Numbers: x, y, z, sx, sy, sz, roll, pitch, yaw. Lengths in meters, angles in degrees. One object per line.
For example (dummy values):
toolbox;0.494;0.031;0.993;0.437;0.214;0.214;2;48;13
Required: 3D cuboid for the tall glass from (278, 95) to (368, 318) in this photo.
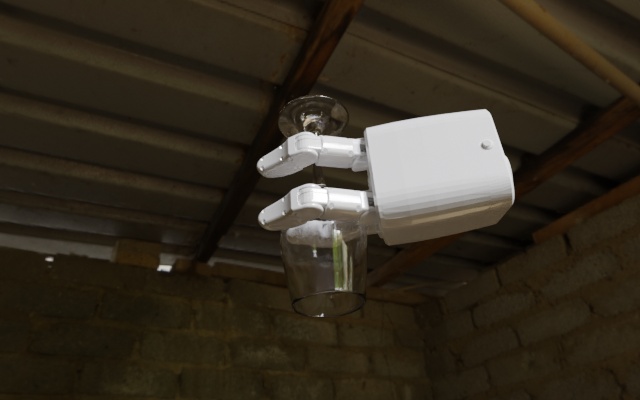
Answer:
tall glass;0.000;0.001;0.442;0.079;0.201;0.079;-3;-32;-2
